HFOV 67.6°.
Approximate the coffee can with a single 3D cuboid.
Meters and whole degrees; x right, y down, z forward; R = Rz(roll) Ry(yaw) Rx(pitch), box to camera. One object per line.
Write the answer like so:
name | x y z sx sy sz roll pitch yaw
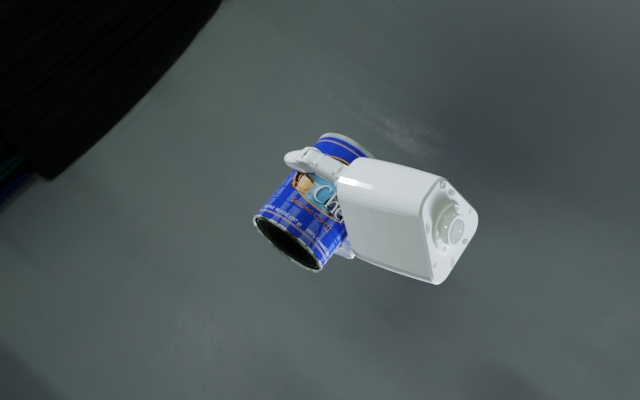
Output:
coffee can | 0.000 0.002 0.586 0.103 0.140 0.103 33 -21 14
